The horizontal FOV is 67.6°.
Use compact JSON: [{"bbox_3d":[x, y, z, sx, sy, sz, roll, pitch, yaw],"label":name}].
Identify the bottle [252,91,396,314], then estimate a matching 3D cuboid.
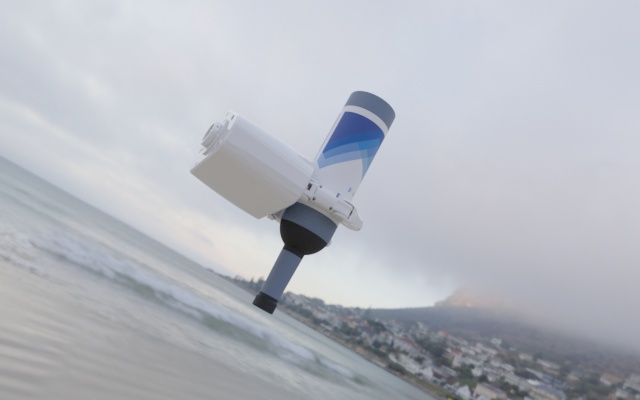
[{"bbox_3d":[0.000,0.002,0.593,0.069,0.295,0.069,27,-14,7],"label":"bottle"}]
